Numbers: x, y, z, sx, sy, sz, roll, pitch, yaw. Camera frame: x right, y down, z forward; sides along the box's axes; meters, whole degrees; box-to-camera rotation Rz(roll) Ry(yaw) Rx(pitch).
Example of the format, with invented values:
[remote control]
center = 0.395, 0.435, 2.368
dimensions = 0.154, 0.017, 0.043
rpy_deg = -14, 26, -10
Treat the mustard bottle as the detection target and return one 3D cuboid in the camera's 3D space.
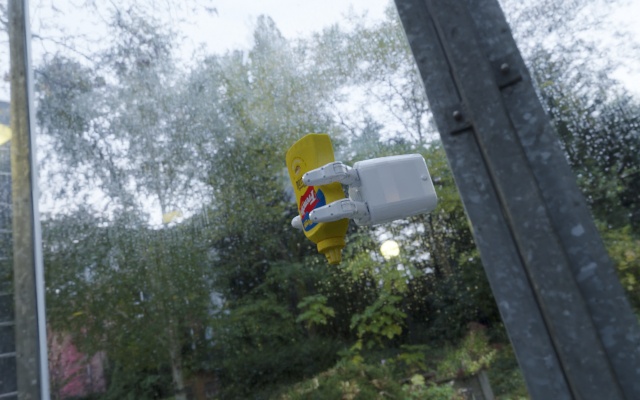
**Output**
[mustard bottle]
center = 0.000, 0.002, 0.721
dimensions = 0.058, 0.191, 0.096
rpy_deg = -2, -22, -34
